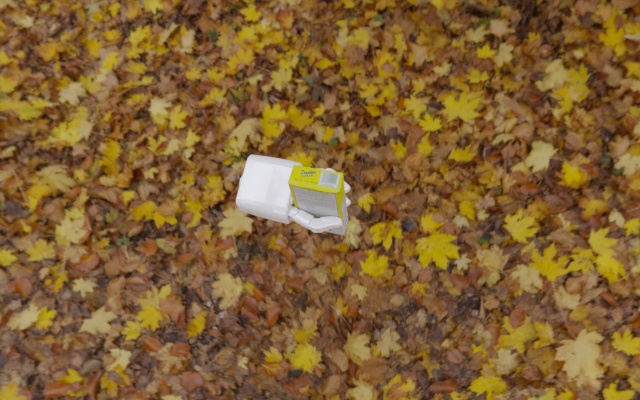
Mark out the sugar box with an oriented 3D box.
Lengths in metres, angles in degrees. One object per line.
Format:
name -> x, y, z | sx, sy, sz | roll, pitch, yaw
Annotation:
sugar box -> 0.000, 0.002, 0.895 | 0.093, 0.048, 0.176 | 11, -24, 11
